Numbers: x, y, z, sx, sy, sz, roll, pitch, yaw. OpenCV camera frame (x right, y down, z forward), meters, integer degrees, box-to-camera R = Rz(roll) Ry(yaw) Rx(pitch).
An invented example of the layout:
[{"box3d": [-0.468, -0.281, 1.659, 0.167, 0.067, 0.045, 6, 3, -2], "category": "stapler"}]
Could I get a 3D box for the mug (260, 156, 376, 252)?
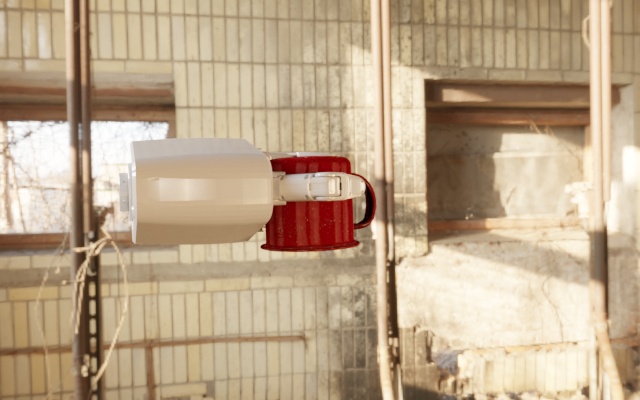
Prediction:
[{"box3d": [0.001, 0.001, 0.449, 0.117, 0.081, 0.093, -2, 1, -21], "category": "mug"}]
